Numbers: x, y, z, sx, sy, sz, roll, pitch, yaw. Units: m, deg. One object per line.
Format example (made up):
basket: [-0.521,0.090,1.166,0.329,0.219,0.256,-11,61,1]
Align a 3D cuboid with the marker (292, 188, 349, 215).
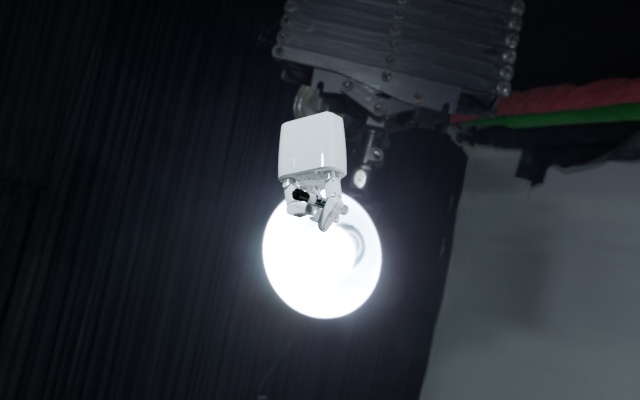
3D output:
marker: [0.000,0.003,0.771,0.020,0.020,0.121,0,-13,45]
